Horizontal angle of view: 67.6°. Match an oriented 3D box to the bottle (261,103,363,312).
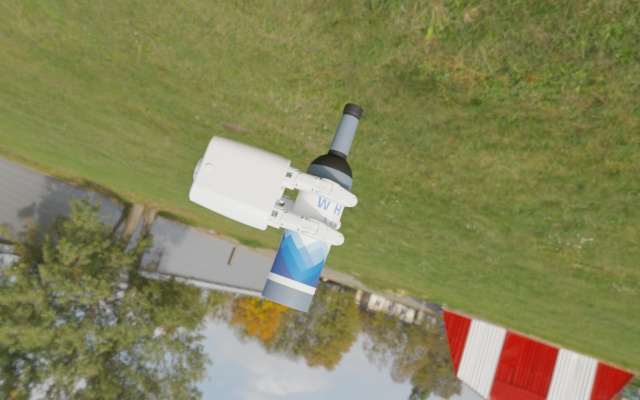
[{"bbox_3d":[0.000,0.002,0.666,0.069,0.295,0.069,19,-9,3],"label":"bottle"}]
